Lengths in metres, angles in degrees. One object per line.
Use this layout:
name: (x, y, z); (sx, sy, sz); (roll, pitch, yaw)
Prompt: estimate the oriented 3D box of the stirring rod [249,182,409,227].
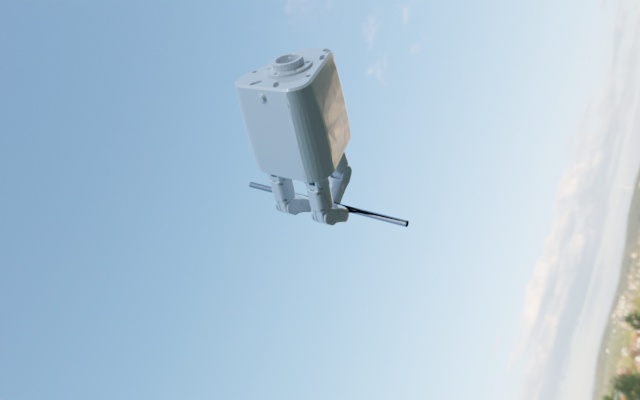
stirring rod: (0.000, 0.002, 0.602); (0.239, 0.011, 0.011); (14, 8, 33)
